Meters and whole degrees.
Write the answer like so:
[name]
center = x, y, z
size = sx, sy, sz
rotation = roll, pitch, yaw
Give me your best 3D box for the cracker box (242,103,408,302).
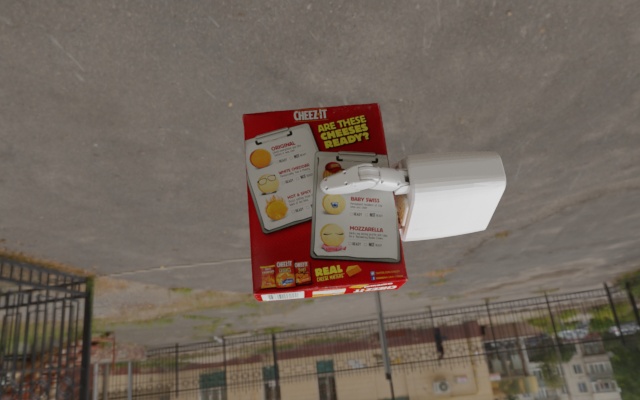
[cracker box]
center = 0.000, 0.002, 0.553
size = 0.164, 0.213, 0.072
rotation = -5, -20, -4
